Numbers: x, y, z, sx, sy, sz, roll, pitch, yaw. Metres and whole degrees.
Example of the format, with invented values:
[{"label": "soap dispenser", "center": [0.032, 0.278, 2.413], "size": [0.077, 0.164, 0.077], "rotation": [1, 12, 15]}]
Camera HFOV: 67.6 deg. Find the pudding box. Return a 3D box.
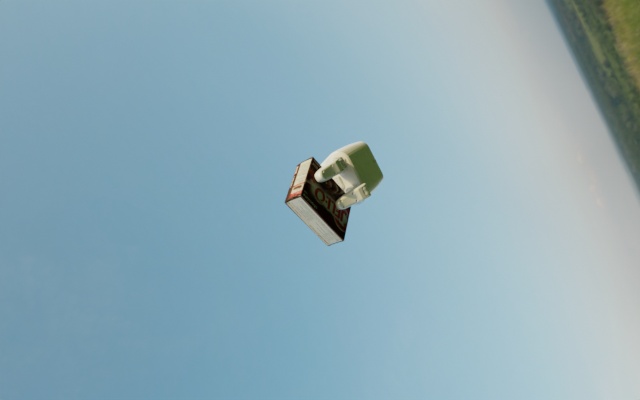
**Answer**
[{"label": "pudding box", "center": [0.000, 0.002, 0.749], "size": [0.039, 0.090, 0.113], "rotation": [-25, -56, 33]}]
